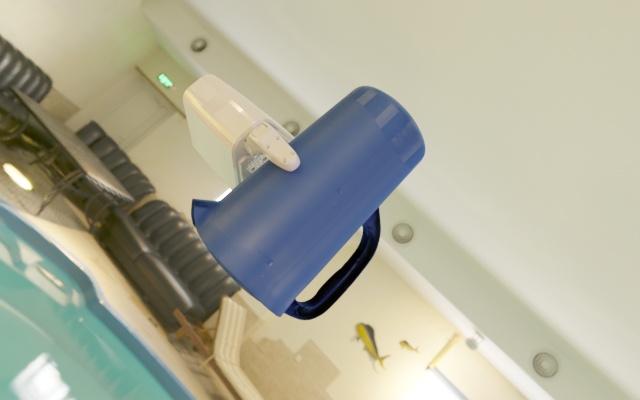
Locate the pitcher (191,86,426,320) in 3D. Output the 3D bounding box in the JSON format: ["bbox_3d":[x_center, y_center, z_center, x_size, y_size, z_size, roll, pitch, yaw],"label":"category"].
[{"bbox_3d":[0.000,0.002,0.511,0.145,0.243,0.149,42,-10,25],"label":"pitcher"}]
